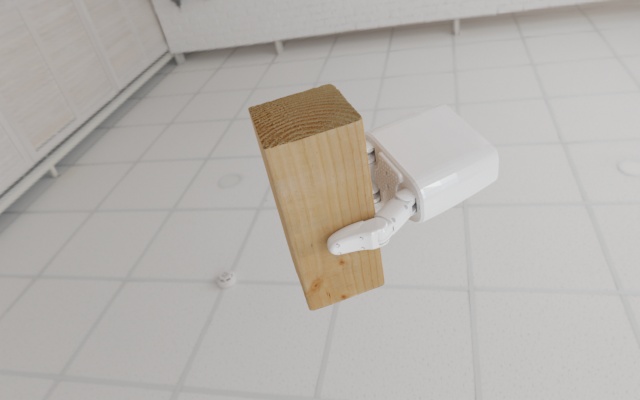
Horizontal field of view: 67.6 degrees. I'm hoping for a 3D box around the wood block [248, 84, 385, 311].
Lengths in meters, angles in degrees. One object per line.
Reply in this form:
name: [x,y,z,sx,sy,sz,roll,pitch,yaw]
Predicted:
wood block: [0.001,0.002,0.490,0.090,0.206,0.090,-18,37,-7]
